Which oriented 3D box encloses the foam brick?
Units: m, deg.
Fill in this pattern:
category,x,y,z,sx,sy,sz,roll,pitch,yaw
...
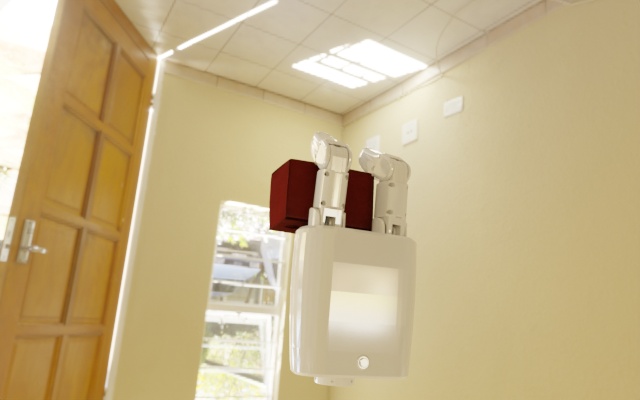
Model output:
category,x,y,z,sx,sy,sz,roll,pitch,yaw
foam brick,0.000,0.001,0.404,0.078,0.051,0.053,9,-15,-19
